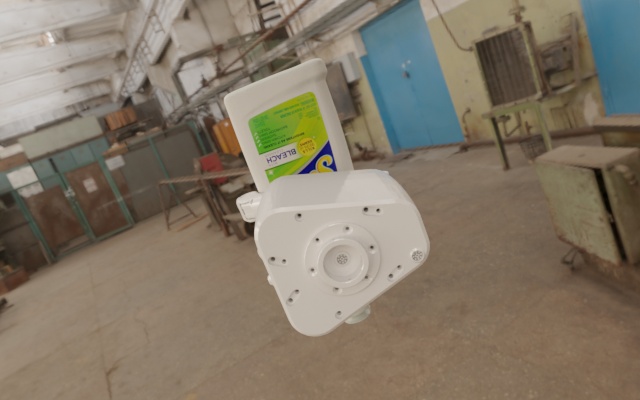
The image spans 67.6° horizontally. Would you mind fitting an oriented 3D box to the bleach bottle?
[{"bbox_3d":[0.000,0.002,0.464,0.102,0.251,0.068,-22,12,2],"label":"bleach bottle"}]
